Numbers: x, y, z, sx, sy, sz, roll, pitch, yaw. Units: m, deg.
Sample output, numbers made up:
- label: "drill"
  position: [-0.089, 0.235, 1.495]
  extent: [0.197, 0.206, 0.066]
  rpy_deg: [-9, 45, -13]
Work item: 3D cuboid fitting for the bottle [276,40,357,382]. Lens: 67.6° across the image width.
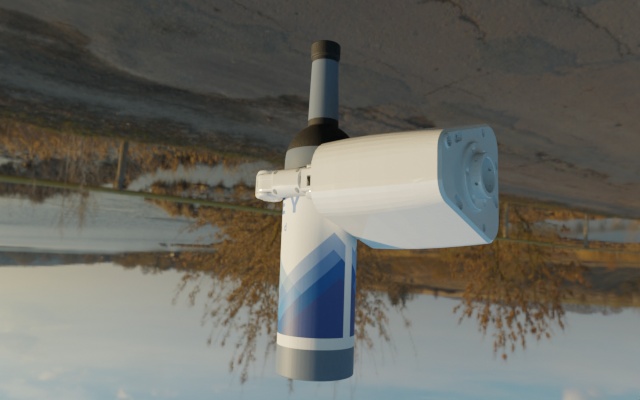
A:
- label: "bottle"
  position: [0.000, 0.002, 0.427]
  extent: [0.069, 0.295, 0.069]
  rpy_deg: [2, -8, 0]
